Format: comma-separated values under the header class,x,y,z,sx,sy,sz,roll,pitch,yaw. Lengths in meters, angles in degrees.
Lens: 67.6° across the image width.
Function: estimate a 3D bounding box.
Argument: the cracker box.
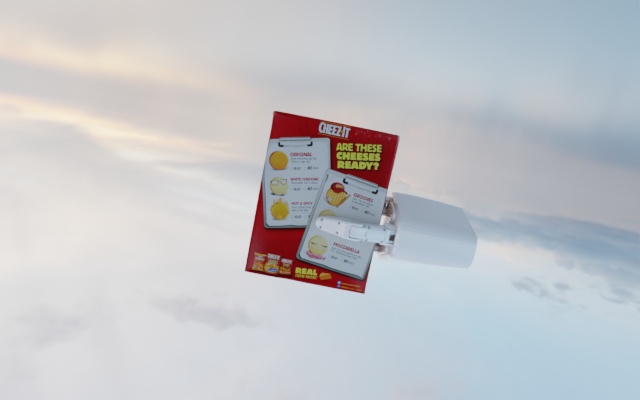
class,x,y,z,sx,sy,sz,roll,pitch,yaw
cracker box,0.000,0.002,0.641,0.164,0.214,0.072,11,8,-3
